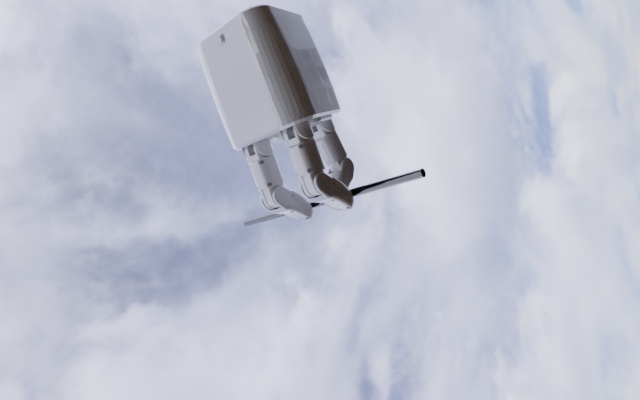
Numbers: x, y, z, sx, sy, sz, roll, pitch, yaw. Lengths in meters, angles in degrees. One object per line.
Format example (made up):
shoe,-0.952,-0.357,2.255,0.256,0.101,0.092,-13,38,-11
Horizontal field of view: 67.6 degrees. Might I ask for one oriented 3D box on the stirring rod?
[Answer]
stirring rod,0.000,0.001,0.486,0.239,0.011,0.011,-16,-11,41
